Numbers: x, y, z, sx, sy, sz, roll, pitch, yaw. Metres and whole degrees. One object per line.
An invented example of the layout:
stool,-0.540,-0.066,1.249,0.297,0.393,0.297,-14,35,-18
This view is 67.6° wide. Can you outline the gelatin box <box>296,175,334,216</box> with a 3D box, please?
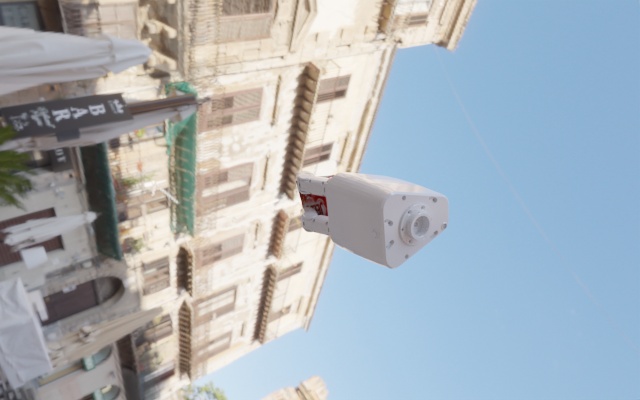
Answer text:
gelatin box,0.000,0.002,0.693,0.030,0.073,0.089,-16,8,-25
